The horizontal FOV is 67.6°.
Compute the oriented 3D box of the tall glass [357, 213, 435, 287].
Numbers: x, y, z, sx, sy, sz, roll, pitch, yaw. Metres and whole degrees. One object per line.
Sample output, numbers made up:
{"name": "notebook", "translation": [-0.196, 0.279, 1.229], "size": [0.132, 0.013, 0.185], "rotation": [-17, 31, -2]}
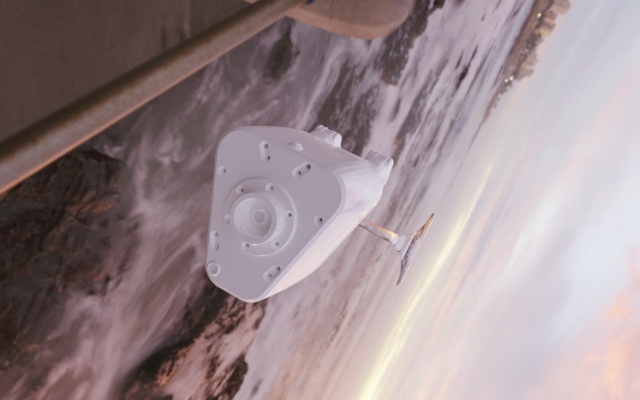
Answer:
{"name": "tall glass", "translation": [0.001, 0.002, 0.452], "size": [0.201, 0.079, 0.079], "rotation": [27, 7, 14]}
